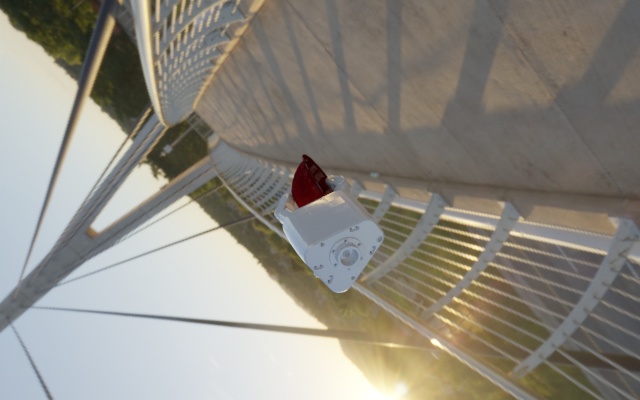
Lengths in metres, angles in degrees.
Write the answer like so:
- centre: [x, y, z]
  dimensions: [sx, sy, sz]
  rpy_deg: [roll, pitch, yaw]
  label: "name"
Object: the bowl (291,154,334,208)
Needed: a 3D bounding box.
- centre: [0.000, 0.003, 0.799]
  dimensions: [0.055, 0.162, 0.162]
  rpy_deg: [-36, -7, 10]
  label: "bowl"
